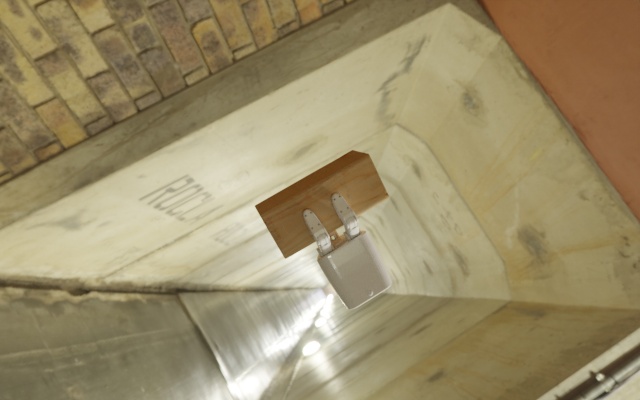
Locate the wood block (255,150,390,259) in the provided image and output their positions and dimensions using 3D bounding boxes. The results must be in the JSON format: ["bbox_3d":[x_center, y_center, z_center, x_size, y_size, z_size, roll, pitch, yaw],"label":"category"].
[{"bbox_3d":[0.000,0.003,0.831,0.206,0.090,0.091,-30,15,-8],"label":"wood block"}]
